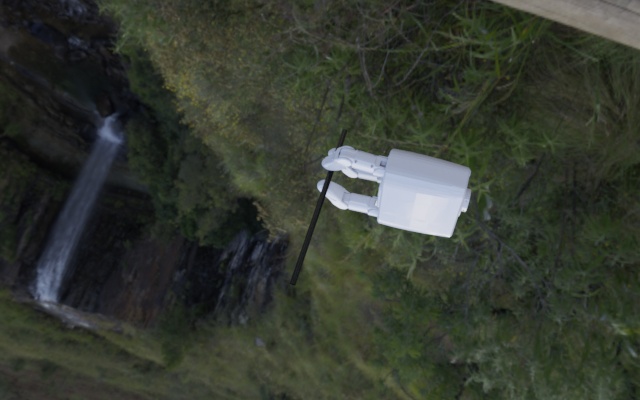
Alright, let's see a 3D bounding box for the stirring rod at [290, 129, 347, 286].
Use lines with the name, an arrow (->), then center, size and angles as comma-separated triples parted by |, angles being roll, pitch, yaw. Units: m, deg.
stirring rod -> 0.000, 0.002, 0.656 | 0.011, 0.239, 0.011 | 16, -23, 7
